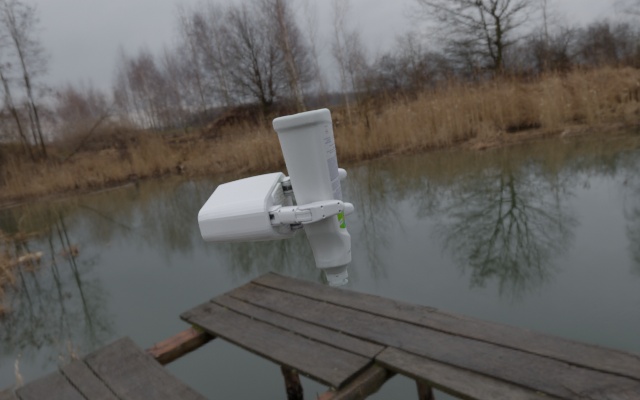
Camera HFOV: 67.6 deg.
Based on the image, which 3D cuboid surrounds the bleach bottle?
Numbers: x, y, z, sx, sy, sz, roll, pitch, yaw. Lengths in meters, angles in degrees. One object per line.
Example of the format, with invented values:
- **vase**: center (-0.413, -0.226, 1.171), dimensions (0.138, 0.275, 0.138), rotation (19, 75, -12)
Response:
- **bleach bottle**: center (0.000, 0.002, 0.671), dimensions (0.068, 0.251, 0.102), rotation (-8, 11, 17)
